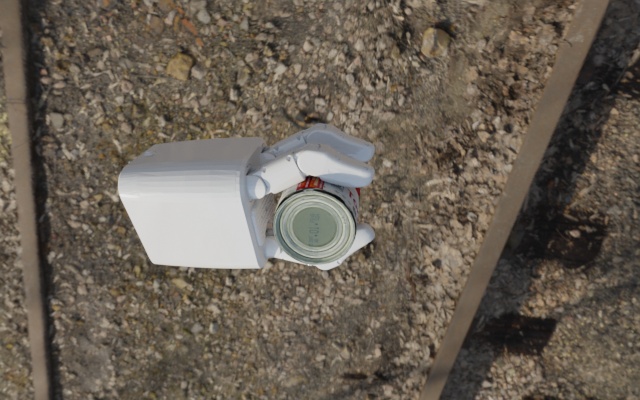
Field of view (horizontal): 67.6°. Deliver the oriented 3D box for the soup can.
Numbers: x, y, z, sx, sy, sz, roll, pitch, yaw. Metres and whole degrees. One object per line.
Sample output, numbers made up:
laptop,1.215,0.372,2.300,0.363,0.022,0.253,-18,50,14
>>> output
soup can,0.001,0.002,0.414,0.068,0.068,0.102,0,24,7
